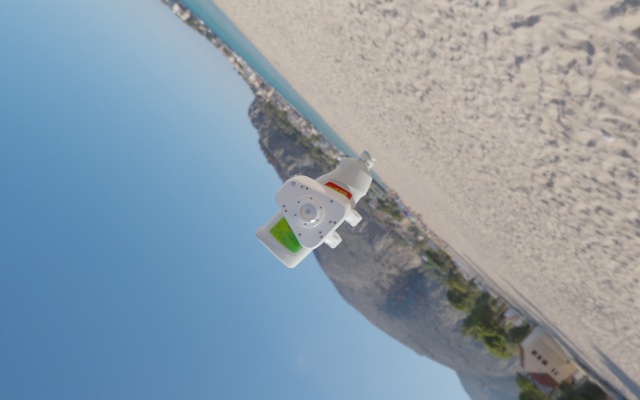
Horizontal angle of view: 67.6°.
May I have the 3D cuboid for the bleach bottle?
[{"bbox_3d":[0.000,0.003,0.880,0.102,0.251,0.068,43,6,3],"label":"bleach bottle"}]
